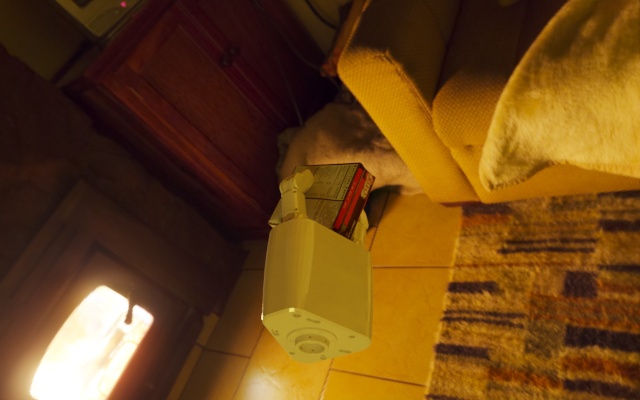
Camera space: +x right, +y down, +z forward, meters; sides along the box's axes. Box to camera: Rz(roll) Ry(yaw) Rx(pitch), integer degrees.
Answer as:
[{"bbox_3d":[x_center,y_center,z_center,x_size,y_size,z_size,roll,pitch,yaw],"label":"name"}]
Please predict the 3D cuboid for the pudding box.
[{"bbox_3d":[0.000,0.002,0.565,0.113,0.090,0.039,3,-30,44],"label":"pudding box"}]
